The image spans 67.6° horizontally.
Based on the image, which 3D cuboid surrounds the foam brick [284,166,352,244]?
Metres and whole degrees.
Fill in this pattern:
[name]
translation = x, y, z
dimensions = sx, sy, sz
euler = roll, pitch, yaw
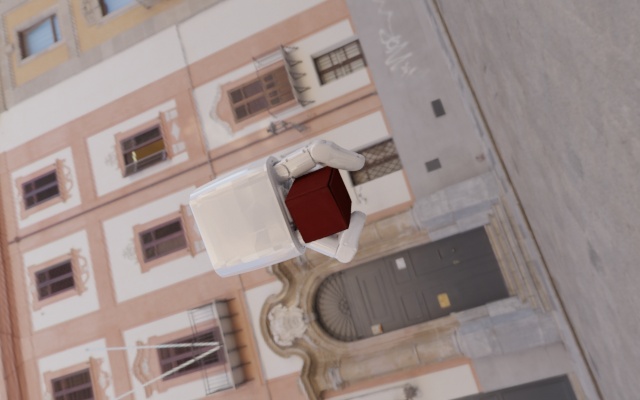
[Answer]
[foam brick]
translation = 0.000, 0.002, 0.514
dimensions = 0.051, 0.053, 0.078
euler = -20, 17, 13
